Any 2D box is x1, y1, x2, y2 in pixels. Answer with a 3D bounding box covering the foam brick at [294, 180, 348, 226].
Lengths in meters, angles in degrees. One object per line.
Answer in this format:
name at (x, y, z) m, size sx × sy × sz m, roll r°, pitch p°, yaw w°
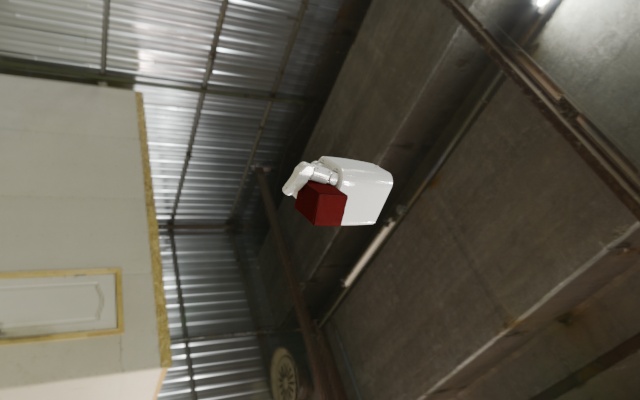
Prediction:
foam brick at (0.000, 0.003, 0.755) m, size 0.051 × 0.053 × 0.078 m, roll 5°, pitch 18°, yaw -27°
